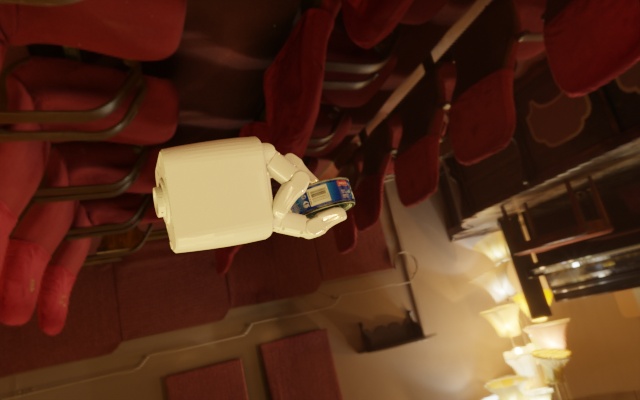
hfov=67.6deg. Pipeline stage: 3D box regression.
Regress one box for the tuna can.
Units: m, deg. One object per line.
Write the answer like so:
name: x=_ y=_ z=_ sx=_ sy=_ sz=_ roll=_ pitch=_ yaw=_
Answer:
tuna can: x=0.000 y=0.003 z=0.607 sx=0.086 sy=0.033 sz=0.086 roll=-18 pitch=-12 yaw=-4
